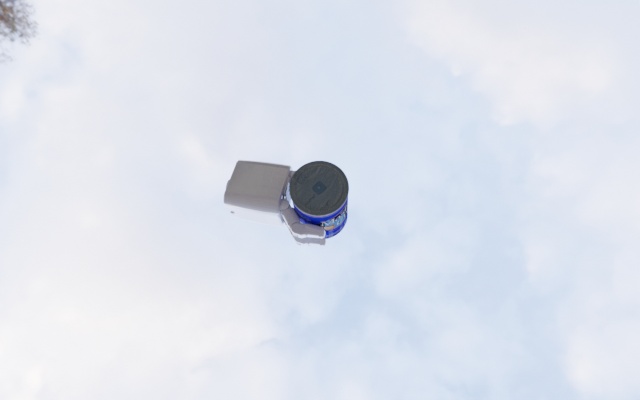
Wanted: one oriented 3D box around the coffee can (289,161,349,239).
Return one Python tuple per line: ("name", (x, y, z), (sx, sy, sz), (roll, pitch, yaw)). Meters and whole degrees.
("coffee can", (0.000, 0.003, 0.878), (0.103, 0.102, 0.140), (0, -21, 2))
